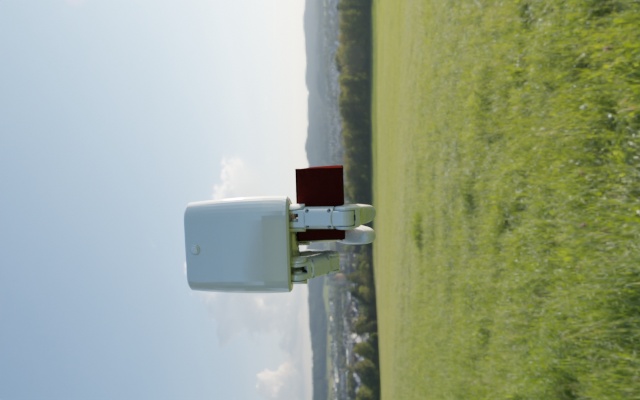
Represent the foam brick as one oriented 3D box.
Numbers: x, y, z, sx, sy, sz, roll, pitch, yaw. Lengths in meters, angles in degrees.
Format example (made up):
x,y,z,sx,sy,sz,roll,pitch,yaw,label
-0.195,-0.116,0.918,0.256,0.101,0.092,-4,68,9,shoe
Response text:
x,y,z,sx,sy,sz,roll,pitch,yaw,label
0.000,0.001,0.516,0.051,0.078,0.053,-1,5,2,foam brick
